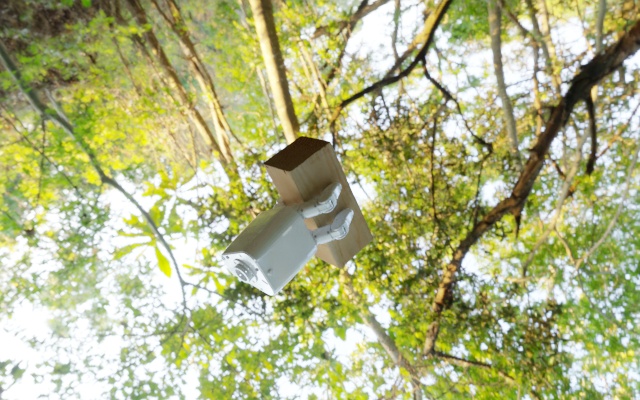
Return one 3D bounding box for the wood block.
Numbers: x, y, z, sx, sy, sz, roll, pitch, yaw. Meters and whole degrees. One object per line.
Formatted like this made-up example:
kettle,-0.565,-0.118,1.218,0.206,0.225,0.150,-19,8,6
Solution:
wood block,0.000,0.003,0.819,0.090,0.206,0.091,-39,32,-22
